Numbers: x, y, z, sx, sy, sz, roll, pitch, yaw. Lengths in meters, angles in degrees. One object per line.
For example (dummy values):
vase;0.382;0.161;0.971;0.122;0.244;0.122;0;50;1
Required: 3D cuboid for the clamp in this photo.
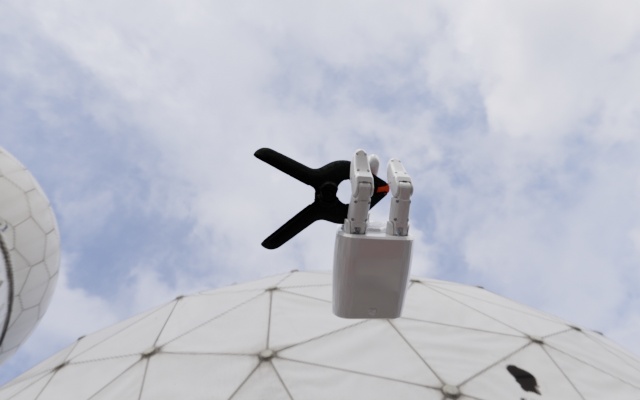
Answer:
clamp;0.000;0.002;0.584;0.171;0.120;0.039;4;8;-13
